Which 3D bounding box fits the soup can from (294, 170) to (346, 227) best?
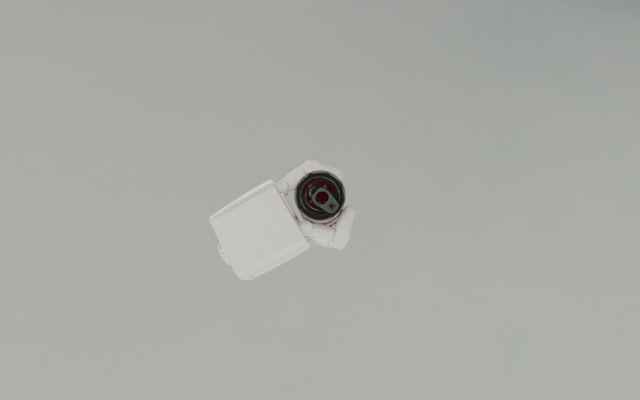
[{"bbox_3d":[0.000,0.002,0.676,0.068,0.068,0.102,0,-10,1],"label":"soup can"}]
